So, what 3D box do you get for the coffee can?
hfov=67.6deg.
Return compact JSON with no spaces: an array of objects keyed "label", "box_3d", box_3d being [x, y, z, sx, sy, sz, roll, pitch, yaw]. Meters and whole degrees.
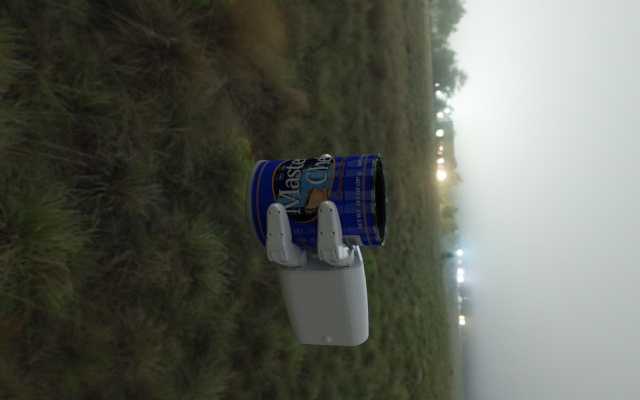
[{"label":"coffee can","box_3d":[0.000,0.002,0.541,0.140,0.103,0.103,-2,-1,15]}]
